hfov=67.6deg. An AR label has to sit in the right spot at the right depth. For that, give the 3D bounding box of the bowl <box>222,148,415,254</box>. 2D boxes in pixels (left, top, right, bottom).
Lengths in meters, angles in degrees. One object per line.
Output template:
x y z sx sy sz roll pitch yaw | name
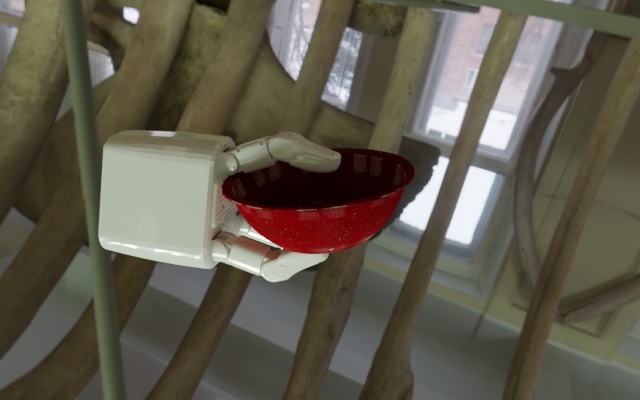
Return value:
0.001 0.002 0.411 0.162 0.055 0.162 -5 20 2 | bowl
